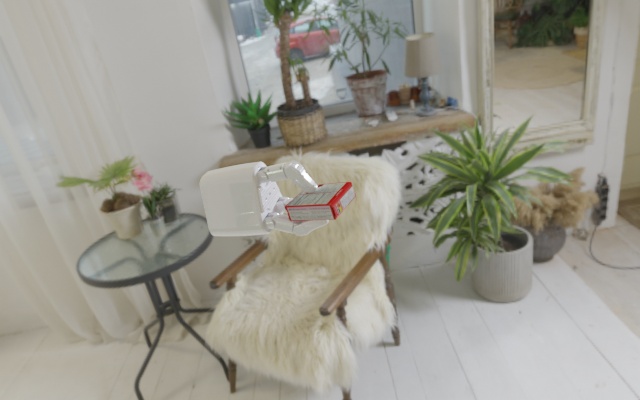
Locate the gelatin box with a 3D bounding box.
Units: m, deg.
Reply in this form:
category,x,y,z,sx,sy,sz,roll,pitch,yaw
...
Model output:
category,x,y,z,sx,sy,sz,roll,pitch,yaw
gelatin box,0.000,0.002,0.748,0.089,0.030,0.073,-4,26,34
